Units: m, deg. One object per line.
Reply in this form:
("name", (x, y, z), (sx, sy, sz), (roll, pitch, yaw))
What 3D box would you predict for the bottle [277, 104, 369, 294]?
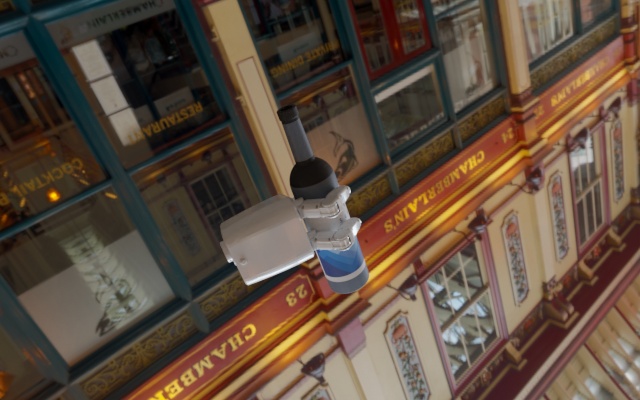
("bottle", (0.000, 0.002, 0.696), (0.069, 0.296, 0.069), (-16, 26, 8))
